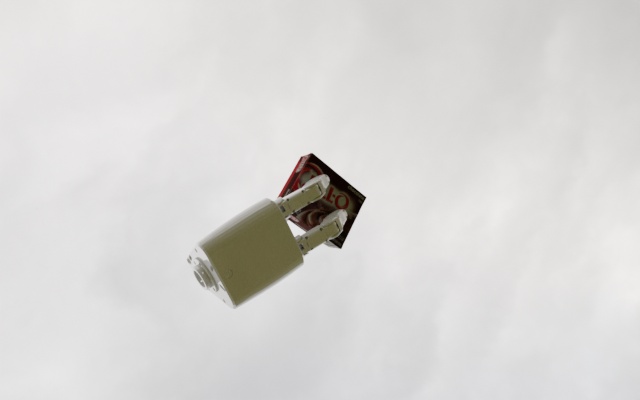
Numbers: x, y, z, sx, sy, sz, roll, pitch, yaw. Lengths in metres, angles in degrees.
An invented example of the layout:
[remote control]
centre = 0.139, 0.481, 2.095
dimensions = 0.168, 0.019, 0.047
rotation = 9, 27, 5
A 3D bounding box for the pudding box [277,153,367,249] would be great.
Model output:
[pudding box]
centre = 0.000, 0.002, 0.671
dimensions = 0.113, 0.090, 0.039
rotation = 38, -22, -26
